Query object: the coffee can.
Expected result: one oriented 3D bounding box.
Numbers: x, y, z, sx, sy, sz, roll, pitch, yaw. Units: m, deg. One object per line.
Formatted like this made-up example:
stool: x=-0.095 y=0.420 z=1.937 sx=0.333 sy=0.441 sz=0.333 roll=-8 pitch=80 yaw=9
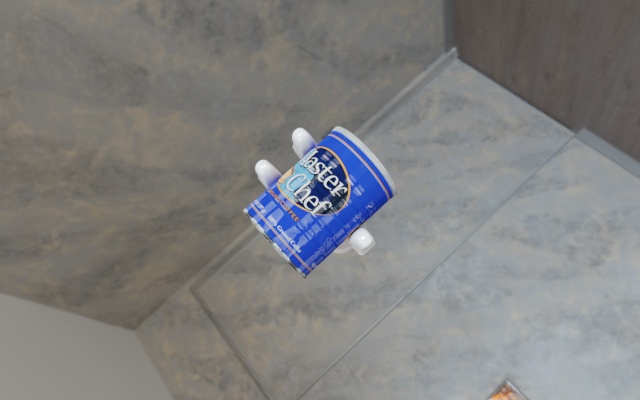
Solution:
coffee can: x=0.000 y=0.002 z=0.533 sx=0.140 sy=0.103 sz=0.103 roll=-42 pitch=5 yaw=-5
